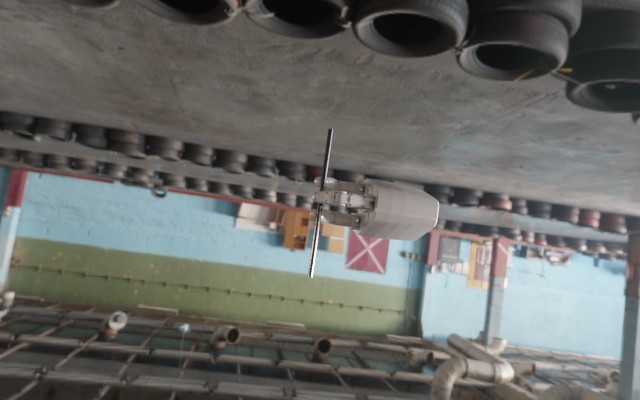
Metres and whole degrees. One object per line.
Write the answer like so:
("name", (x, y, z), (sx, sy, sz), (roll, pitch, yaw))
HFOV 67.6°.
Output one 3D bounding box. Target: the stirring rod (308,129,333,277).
("stirring rod", (0.000, 0.002, 0.768), (0.011, 0.239, 0.011), (8, -5, 1))
